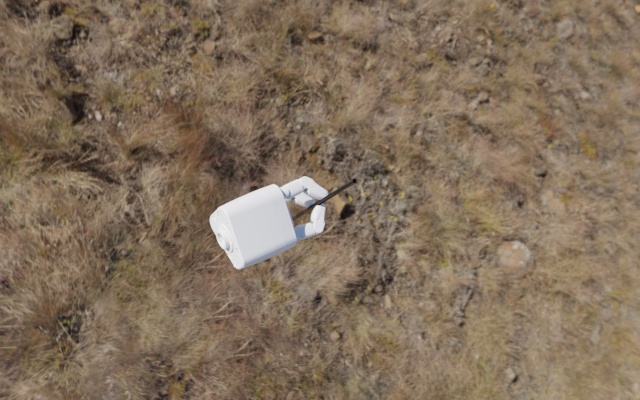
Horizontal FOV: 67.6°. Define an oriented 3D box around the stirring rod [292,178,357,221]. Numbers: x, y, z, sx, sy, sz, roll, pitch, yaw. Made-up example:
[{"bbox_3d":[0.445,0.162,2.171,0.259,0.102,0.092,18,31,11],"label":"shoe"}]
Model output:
[{"bbox_3d":[0.000,0.003,0.854,0.011,0.011,0.239,0,-16,-28],"label":"stirring rod"}]
